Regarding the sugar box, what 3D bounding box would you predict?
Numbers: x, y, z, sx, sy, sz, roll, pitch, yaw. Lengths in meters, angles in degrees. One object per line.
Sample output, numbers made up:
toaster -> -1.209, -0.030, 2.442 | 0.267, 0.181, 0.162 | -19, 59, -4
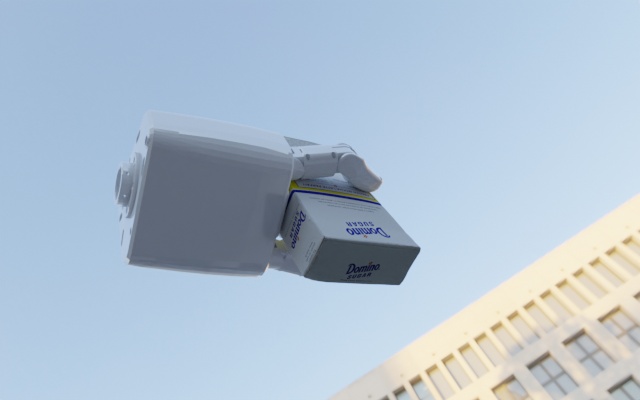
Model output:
sugar box -> 0.000, 0.002, 0.418 | 0.093, 0.048, 0.176 | 9, 30, -31
